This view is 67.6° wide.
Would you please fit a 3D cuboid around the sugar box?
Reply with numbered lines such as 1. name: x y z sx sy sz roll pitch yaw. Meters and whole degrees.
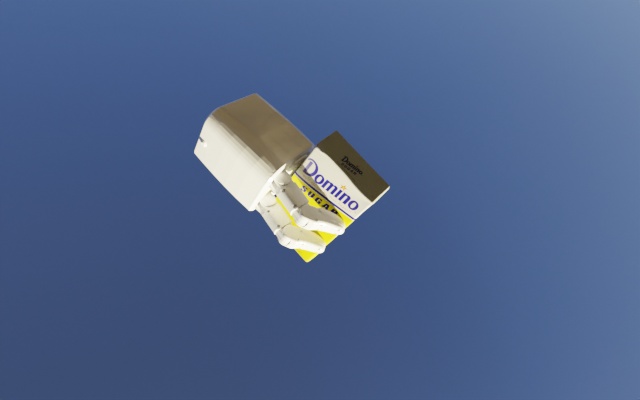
1. sugar box: 0.000 0.002 0.600 0.048 0.093 0.176 -41 -5 -37
